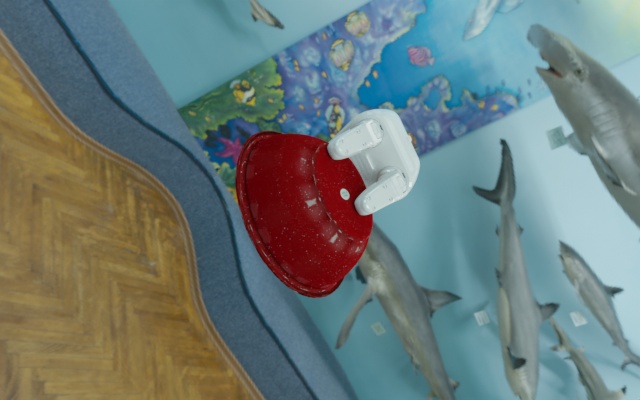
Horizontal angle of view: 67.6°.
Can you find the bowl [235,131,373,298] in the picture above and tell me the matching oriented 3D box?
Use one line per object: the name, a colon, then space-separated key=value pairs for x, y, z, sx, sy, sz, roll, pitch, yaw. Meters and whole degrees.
bowl: x=0.000 y=0.002 z=0.426 sx=0.055 sy=0.162 sz=0.162 roll=-23 pitch=-12 yaw=30
